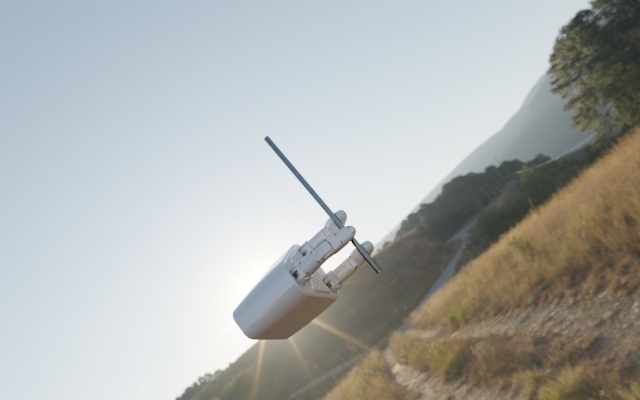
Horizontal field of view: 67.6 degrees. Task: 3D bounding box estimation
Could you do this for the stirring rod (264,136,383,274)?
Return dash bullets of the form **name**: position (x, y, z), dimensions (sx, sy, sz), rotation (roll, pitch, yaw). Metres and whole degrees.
- **stirring rod**: position (0.000, 0.002, 0.633), dimensions (0.011, 0.239, 0.011), rotation (-37, -14, -11)
